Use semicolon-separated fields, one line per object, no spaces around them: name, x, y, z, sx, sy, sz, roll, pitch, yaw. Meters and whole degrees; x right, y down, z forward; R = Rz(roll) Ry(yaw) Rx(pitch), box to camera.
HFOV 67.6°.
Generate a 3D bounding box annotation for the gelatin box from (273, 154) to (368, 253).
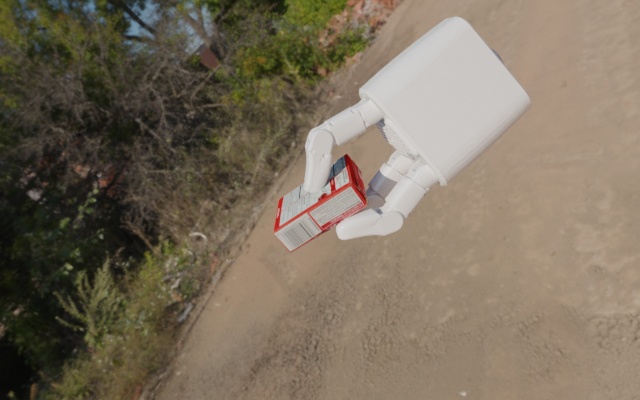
gelatin box;0.000;0.001;0.455;0.089;0.030;0.073;-33;21;13
